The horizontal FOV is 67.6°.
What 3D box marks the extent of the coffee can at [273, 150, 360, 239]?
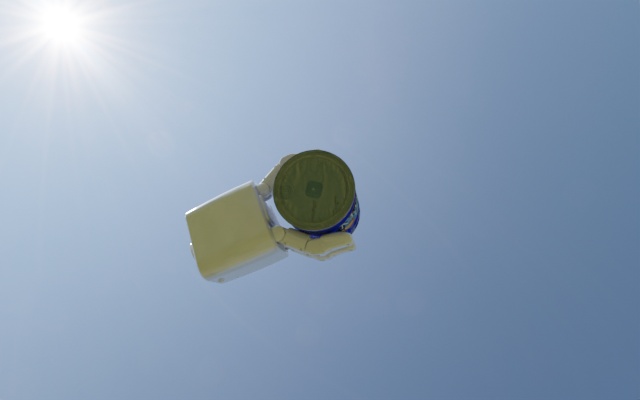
[{"bbox_3d":[0.000,0.002,0.651,0.103,0.102,0.140,0,-13,8],"label":"coffee can"}]
